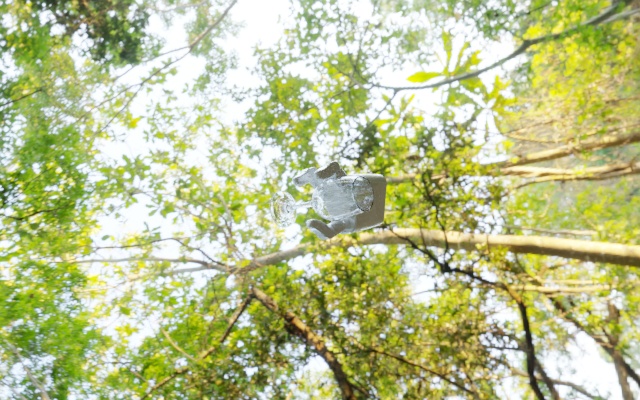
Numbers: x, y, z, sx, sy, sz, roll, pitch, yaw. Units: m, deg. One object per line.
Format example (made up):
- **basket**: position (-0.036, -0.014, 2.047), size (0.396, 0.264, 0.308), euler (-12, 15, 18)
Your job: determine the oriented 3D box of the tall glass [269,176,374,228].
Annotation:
- **tall glass**: position (0.000, 0.003, 0.880), size (0.201, 0.079, 0.079), euler (-11, -8, 41)
